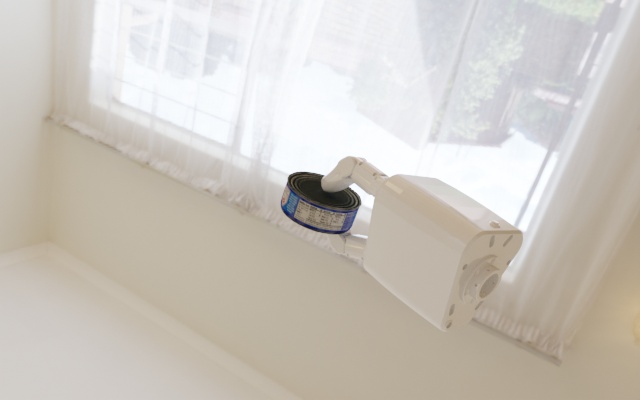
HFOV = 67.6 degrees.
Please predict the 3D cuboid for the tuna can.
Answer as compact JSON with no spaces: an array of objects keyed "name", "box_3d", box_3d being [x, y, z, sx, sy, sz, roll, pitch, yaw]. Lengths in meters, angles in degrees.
[{"name":"tuna can","box_3d":[0.000,0.002,0.527,0.086,0.034,0.086,17,23,-7]}]
